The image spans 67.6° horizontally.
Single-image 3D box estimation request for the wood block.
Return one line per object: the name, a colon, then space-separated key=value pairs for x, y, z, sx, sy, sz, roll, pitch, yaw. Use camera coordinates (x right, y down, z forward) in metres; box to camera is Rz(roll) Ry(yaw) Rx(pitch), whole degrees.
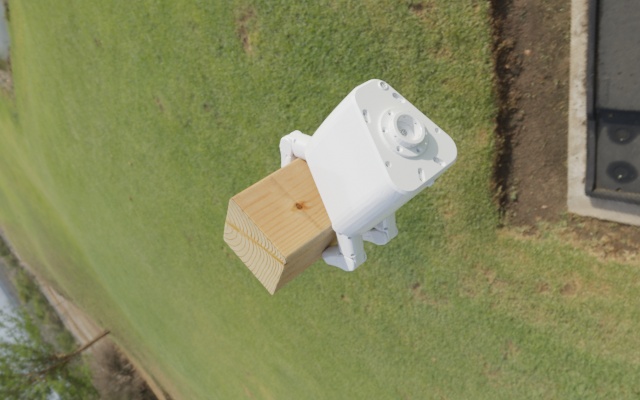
wood block: x=0.000 y=0.001 z=0.555 sx=0.206 sy=0.091 sz=0.090 roll=-34 pitch=-19 yaw=-32
